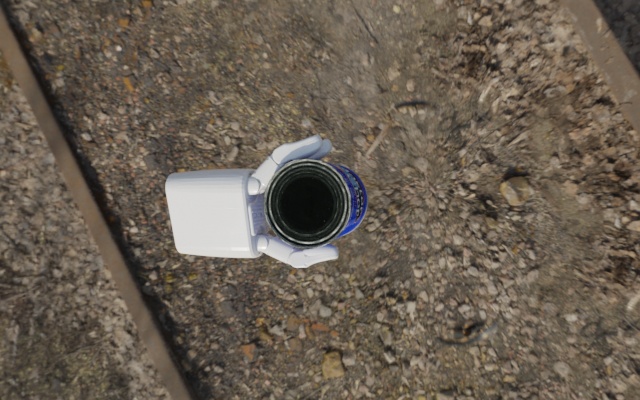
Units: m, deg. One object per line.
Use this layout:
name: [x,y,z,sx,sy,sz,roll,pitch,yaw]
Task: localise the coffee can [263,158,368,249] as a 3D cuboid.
coffee can: [0.000,0.002,0.602,0.103,0.103,0.140,0,1,13]
